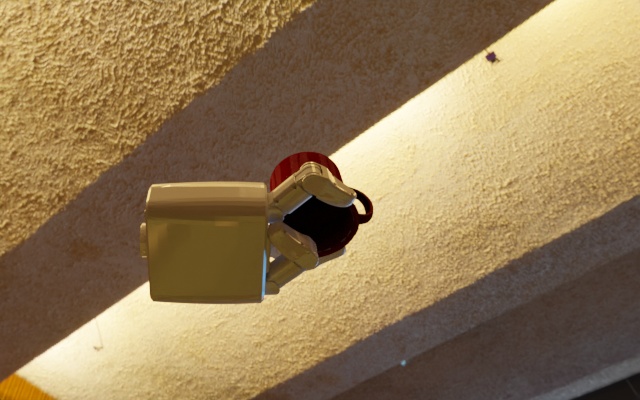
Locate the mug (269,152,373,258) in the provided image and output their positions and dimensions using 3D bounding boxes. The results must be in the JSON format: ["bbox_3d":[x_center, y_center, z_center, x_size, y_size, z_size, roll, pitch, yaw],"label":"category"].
[{"bbox_3d":[0.001,0.002,0.516,0.117,0.093,0.081,2,39,-13],"label":"mug"}]
